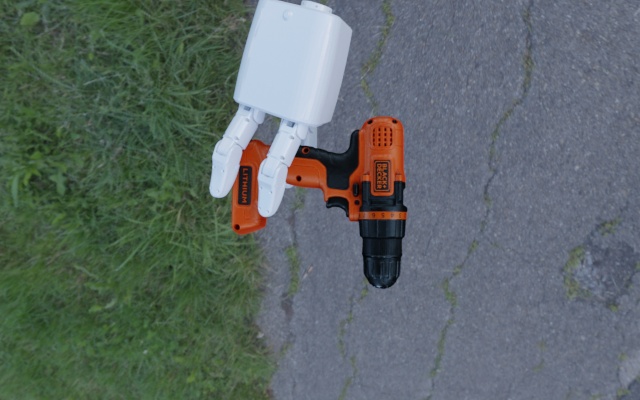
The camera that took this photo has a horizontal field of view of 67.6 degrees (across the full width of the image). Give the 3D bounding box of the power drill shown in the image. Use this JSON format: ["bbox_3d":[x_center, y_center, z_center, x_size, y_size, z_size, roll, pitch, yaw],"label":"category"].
[{"bbox_3d":[0.000,0.001,0.523,0.187,0.184,0.057,1,-4,6],"label":"power drill"}]
